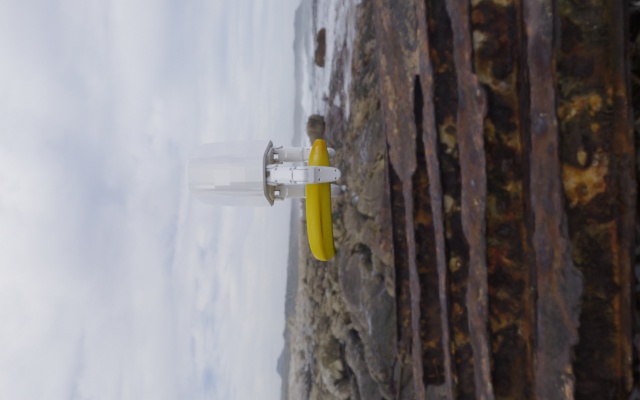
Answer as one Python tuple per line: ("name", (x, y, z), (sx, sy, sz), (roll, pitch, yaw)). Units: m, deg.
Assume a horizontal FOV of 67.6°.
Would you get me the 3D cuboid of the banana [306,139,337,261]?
("banana", (-0.001, 0.014, 0.679), (0.037, 0.198, 0.069), (-2, 30, 5))
